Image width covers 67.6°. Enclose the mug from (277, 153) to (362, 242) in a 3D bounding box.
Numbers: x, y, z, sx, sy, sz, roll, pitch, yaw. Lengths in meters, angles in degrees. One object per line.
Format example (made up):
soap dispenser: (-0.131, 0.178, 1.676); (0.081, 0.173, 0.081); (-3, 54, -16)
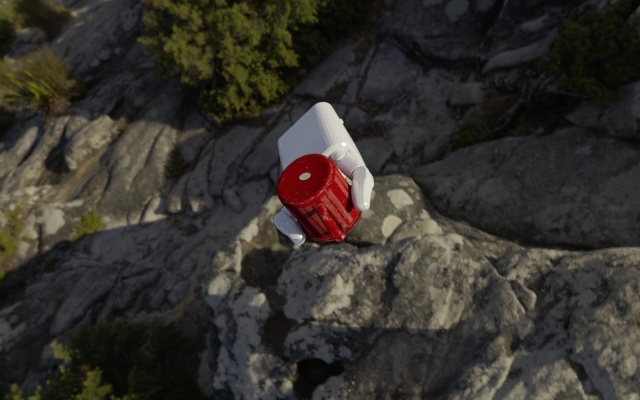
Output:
mug: (0.000, 0.003, 0.603); (0.093, 0.117, 0.081); (-30, -43, 9)
